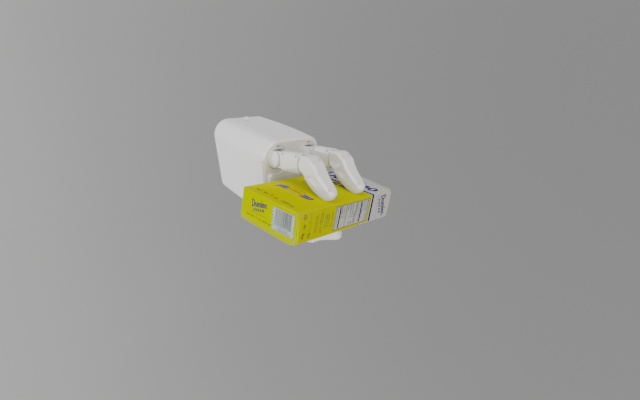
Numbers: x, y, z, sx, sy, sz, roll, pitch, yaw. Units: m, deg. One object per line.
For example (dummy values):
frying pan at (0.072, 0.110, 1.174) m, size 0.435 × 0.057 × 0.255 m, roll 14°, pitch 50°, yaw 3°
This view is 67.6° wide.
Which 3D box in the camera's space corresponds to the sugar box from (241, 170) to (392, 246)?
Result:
sugar box at (0.000, 0.001, 0.591) m, size 0.093 × 0.048 × 0.176 m, roll 26°, pitch 28°, yaw 35°
